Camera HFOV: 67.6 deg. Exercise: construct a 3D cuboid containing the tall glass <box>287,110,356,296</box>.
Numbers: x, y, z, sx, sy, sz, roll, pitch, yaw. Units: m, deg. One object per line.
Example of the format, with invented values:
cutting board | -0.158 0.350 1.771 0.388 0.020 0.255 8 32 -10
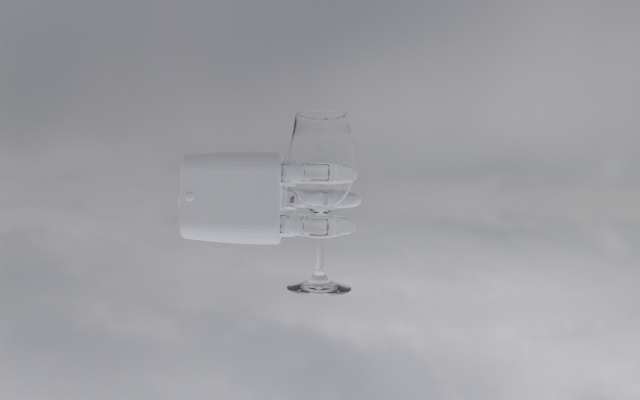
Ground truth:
tall glass | 0.000 0.002 0.546 0.079 0.201 0.079 1 1 0
